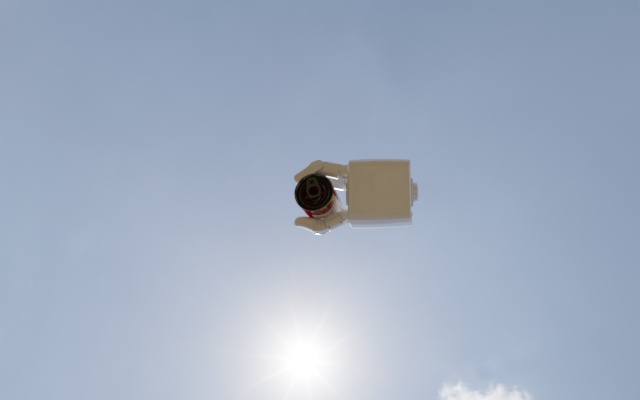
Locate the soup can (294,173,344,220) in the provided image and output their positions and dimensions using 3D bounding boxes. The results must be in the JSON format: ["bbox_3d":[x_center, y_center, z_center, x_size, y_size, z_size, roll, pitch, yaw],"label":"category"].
[{"bbox_3d":[0.000,0.003,0.846,0.068,0.068,0.102,0,-20,14],"label":"soup can"}]
